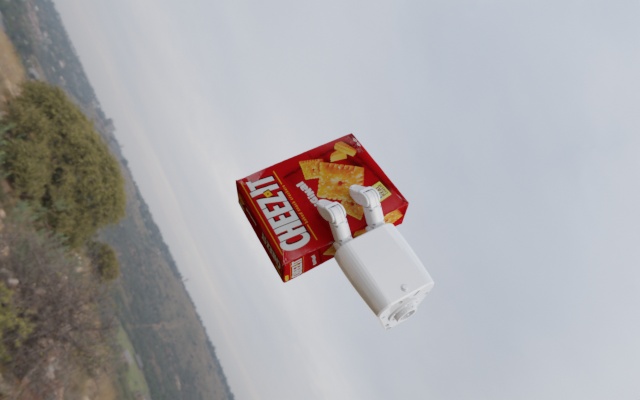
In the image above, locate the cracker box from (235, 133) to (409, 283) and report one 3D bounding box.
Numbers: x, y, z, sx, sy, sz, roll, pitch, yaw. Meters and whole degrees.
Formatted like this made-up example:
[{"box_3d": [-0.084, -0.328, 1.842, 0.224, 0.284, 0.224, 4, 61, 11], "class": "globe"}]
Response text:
[{"box_3d": [0.000, 0.002, 0.736, 0.213, 0.164, 0.072, -24, -29, -18], "class": "cracker box"}]
